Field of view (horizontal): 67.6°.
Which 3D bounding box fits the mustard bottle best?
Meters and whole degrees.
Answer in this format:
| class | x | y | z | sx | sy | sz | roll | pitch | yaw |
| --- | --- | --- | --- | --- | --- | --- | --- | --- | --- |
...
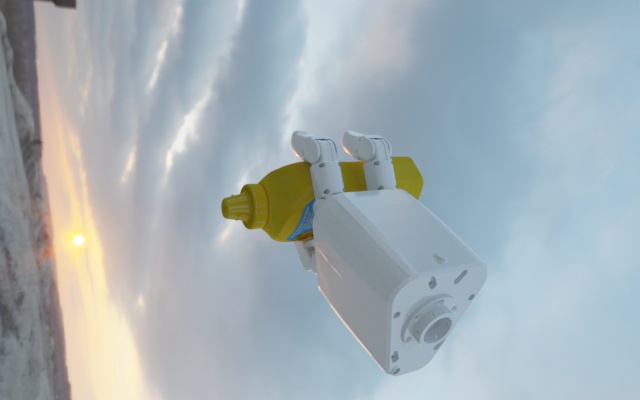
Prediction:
| class | x | y | z | sx | sy | sz | roll | pitch | yaw |
| --- | --- | --- | --- | --- | --- | --- | --- | --- | --- |
| mustard bottle | 0.000 | 0.001 | 0.458 | 0.191 | 0.058 | 0.096 | -5 | -33 | -30 |
